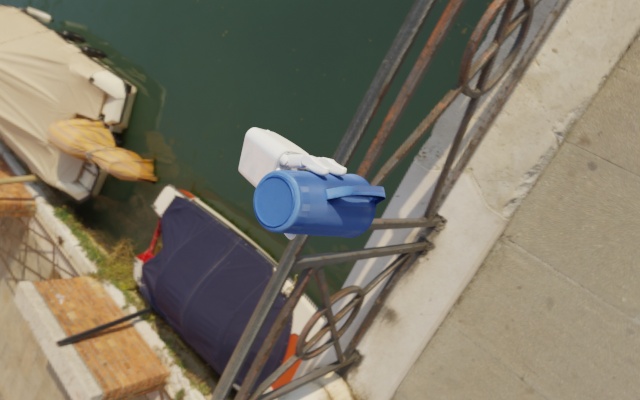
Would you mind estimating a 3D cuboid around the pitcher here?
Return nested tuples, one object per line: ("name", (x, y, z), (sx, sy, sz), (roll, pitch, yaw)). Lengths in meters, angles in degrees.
("pitcher", (0.000, 0.003, 0.900), (0.145, 0.149, 0.243), (38, 20, 31))
